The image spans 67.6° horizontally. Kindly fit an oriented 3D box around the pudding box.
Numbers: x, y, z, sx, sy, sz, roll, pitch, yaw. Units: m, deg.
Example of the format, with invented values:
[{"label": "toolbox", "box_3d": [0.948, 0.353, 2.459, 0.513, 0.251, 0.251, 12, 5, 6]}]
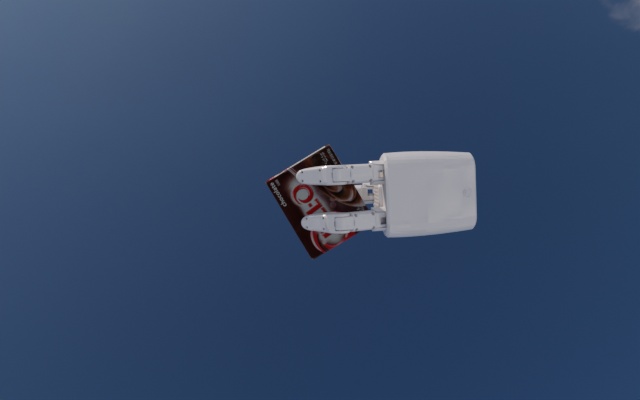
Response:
[{"label": "pudding box", "box_3d": [0.000, 0.002, 0.585, 0.090, 0.113, 0.039, -31, 3, 0]}]
